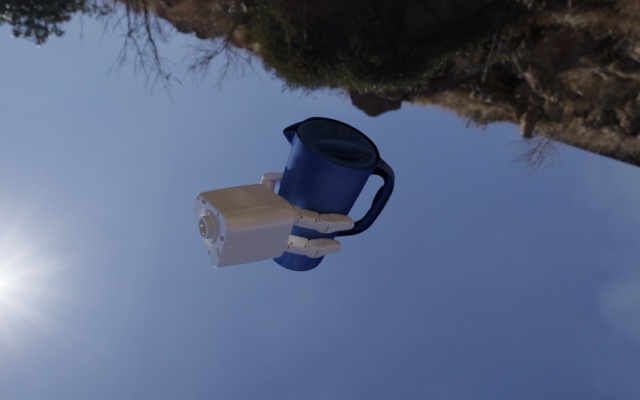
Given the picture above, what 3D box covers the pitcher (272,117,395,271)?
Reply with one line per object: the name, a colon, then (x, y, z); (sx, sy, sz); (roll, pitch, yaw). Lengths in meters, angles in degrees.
pitcher: (0.000, 0.003, 0.772); (0.145, 0.243, 0.149); (-9, 46, -37)
